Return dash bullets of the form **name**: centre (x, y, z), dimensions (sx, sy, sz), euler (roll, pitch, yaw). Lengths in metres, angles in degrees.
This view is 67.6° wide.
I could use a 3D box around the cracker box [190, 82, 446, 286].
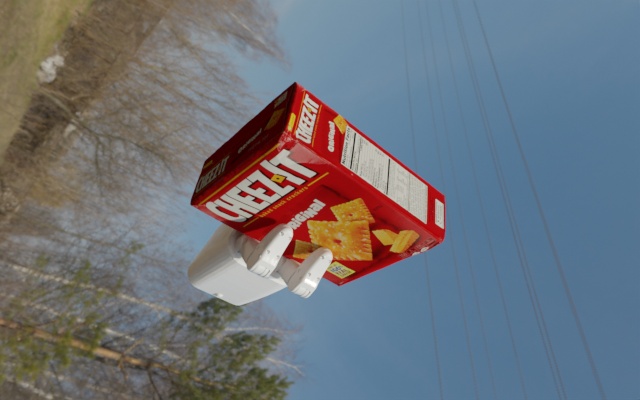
- **cracker box**: centre (0.000, 0.002, 0.501), dimensions (0.214, 0.072, 0.164), euler (32, -43, -28)
